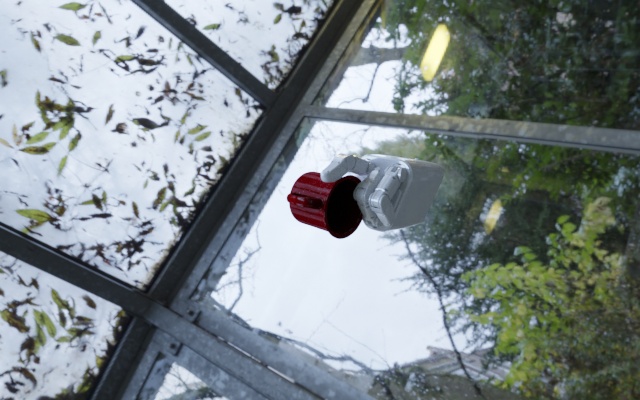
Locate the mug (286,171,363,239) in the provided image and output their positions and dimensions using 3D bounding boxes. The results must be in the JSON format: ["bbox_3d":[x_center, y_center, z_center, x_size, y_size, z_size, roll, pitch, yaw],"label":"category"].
[{"bbox_3d":[-0.001,0.002,0.694,0.081,0.093,0.117,15,10,41],"label":"mug"}]
